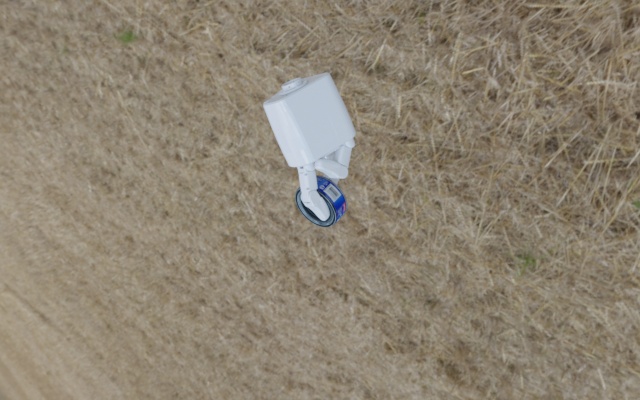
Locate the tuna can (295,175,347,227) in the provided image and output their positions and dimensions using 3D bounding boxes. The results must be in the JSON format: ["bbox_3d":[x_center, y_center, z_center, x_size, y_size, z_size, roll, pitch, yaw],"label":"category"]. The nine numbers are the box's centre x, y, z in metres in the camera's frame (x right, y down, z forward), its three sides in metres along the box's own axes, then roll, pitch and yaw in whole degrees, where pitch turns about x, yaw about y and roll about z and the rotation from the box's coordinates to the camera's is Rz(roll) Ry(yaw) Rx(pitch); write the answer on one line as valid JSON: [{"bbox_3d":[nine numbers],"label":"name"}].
[{"bbox_3d":[0.000,0.003,0.795,0.086,0.086,0.033,0,36,44],"label":"tuna can"}]
